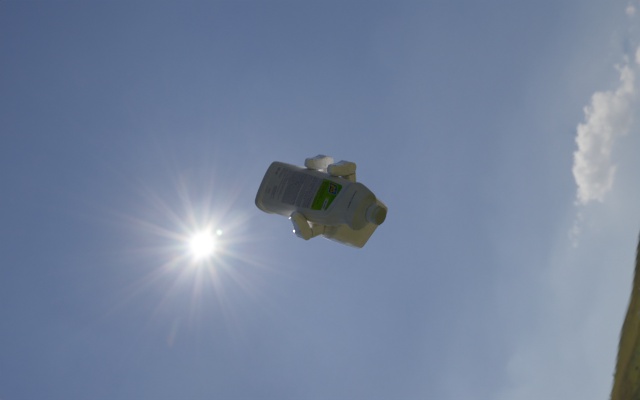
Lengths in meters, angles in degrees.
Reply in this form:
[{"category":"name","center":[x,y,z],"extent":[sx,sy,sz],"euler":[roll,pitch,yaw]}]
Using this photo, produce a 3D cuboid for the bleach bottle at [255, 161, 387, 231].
[{"category":"bleach bottle","center":[0.000,0.003,0.820],"extent":[0.251,0.102,0.068],"euler":[18,-5,40]}]
